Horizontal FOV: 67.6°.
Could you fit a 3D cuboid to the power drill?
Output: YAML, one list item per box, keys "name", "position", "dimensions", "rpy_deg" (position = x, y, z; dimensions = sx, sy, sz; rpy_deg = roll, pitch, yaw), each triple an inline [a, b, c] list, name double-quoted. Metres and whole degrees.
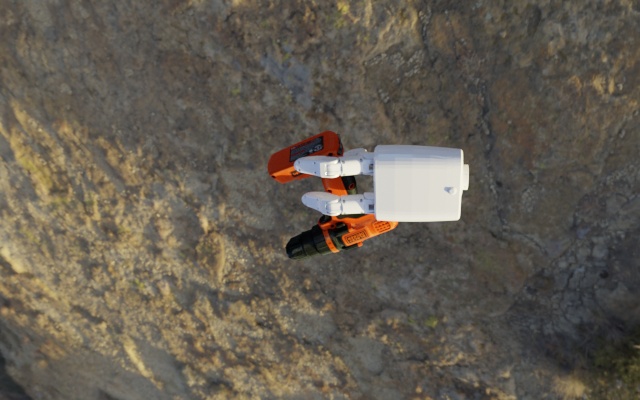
- name: "power drill"
  position: [0.000, 0.002, 0.696]
  dimensions: [0.184, 0.188, 0.057]
  rpy_deg: [-23, 38, 13]
